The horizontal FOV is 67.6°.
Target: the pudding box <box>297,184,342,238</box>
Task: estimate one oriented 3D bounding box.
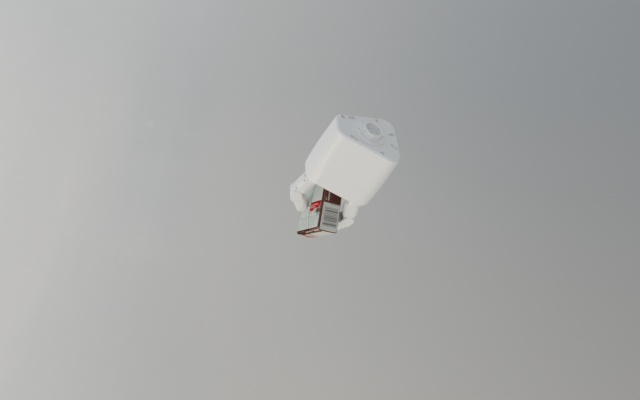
[{"bbox_3d":[0.000,0.003,0.814,0.039,0.113,0.090,16,-15,-22],"label":"pudding box"}]
